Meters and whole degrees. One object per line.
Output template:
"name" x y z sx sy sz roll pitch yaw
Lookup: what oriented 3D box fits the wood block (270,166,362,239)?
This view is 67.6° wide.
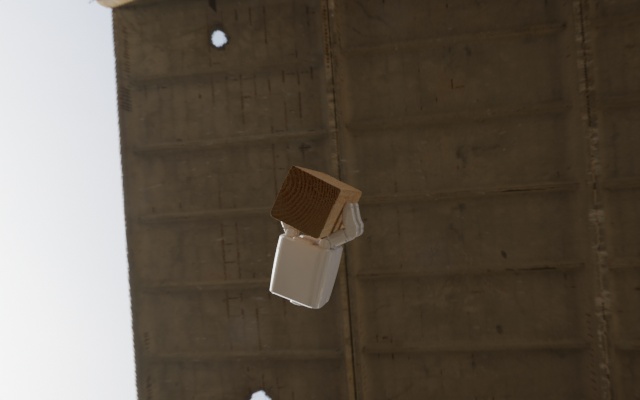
"wood block" 0.000 0.003 0.841 0.091 0.090 0.206 26 6 12
